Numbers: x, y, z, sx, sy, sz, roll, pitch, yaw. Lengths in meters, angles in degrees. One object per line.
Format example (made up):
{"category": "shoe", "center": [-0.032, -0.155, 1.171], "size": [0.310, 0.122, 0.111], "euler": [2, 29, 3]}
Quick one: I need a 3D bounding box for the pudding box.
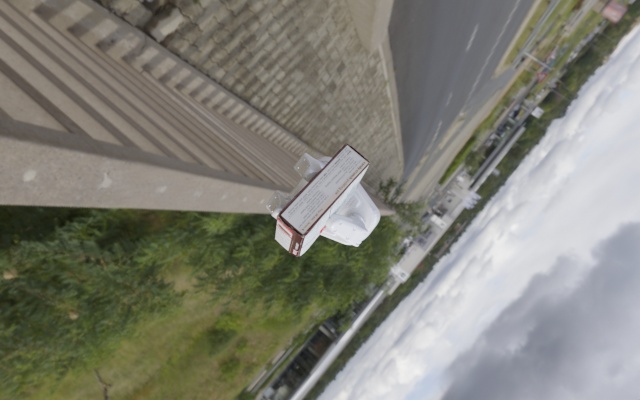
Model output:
{"category": "pudding box", "center": [0.000, 0.002, 0.520], "size": [0.039, 0.113, 0.090], "euler": [38, -20, 8]}
